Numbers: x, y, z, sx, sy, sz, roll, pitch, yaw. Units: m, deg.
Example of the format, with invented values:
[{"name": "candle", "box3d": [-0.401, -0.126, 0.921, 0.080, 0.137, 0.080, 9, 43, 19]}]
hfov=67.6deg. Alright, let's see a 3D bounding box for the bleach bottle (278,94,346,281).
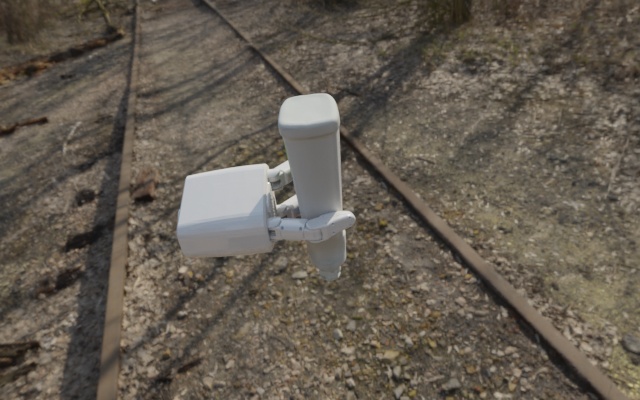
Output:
[{"name": "bleach bottle", "box3d": [0.000, 0.002, 0.598, 0.068, 0.251, 0.102, -6, 31, 2]}]
